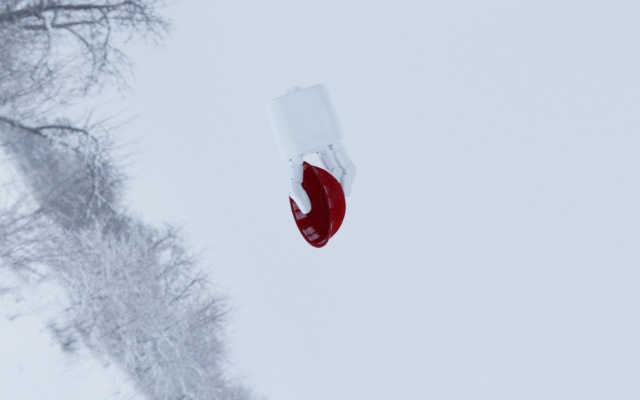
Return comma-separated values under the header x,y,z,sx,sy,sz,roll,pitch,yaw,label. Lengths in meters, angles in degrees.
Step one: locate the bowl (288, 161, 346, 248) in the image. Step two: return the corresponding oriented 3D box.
x,y,z,sx,sy,sz,roll,pitch,yaw,label
0.001,0.004,0.871,0.055,0.162,0.162,-13,6,-27,bowl
